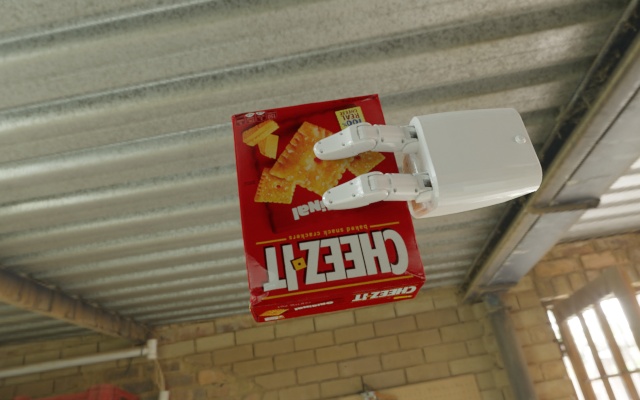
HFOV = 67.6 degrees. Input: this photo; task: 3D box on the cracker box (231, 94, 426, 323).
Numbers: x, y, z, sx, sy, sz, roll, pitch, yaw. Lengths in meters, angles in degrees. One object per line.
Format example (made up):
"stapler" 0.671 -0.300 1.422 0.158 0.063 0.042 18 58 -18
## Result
"cracker box" 0.000 0.002 0.492 0.164 0.213 0.072 -8 -26 -4
